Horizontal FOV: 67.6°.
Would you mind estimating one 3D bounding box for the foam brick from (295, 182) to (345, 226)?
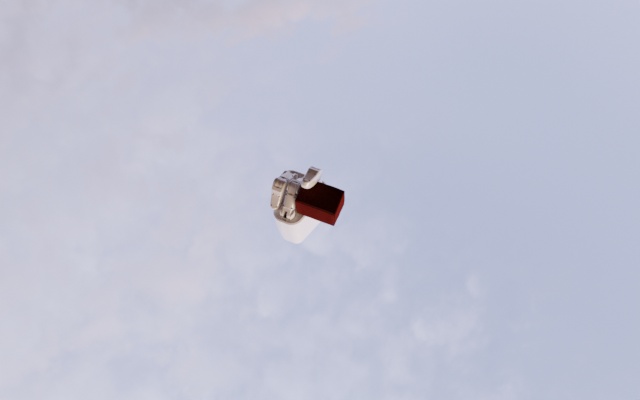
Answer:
[{"bbox_3d":[0.000,0.003,0.865,0.078,0.053,0.051,20,-25,12],"label":"foam brick"}]
